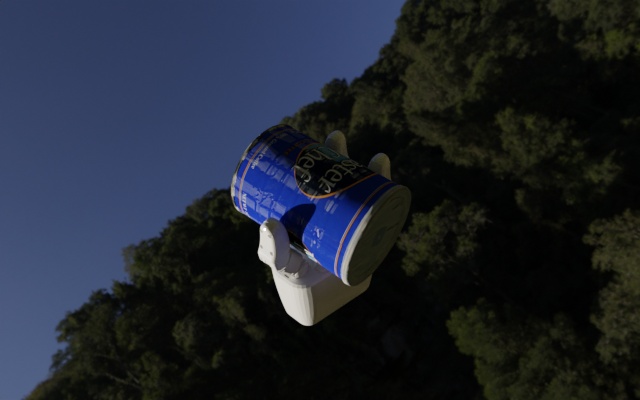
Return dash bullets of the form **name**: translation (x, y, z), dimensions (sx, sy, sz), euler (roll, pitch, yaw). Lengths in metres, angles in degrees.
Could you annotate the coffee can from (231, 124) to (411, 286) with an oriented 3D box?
- **coffee can**: translation (0.000, 0.002, 0.459), dimensions (0.140, 0.103, 0.103), euler (31, 14, 24)
